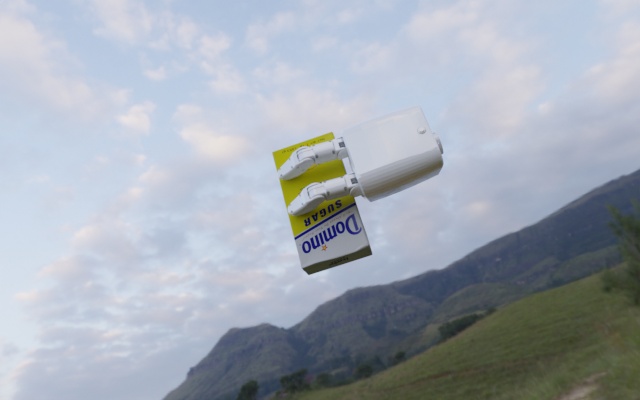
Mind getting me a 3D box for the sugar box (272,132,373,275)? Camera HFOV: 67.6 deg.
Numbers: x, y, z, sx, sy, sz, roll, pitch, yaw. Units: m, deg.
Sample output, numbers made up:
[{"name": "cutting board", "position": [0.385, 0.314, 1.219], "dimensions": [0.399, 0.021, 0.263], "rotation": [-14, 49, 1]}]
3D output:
[{"name": "sugar box", "position": [0.000, 0.002, 0.646], "dimensions": [0.093, 0.176, 0.048], "rotation": [-19, -26, 5]}]
